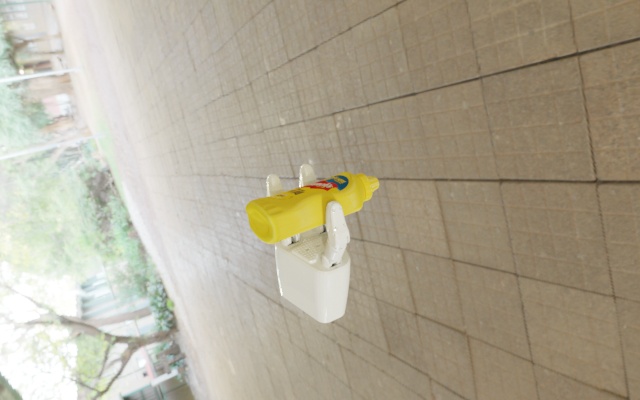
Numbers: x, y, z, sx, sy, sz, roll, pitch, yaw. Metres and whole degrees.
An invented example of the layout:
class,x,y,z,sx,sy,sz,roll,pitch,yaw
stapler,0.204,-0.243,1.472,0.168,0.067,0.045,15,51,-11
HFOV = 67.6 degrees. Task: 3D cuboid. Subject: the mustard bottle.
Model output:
class,x,y,z,sx,sy,sz,roll,pitch,yaw
mustard bottle,0.000,0.002,0.662,0.191,0.058,0.096,-19,15,-25
